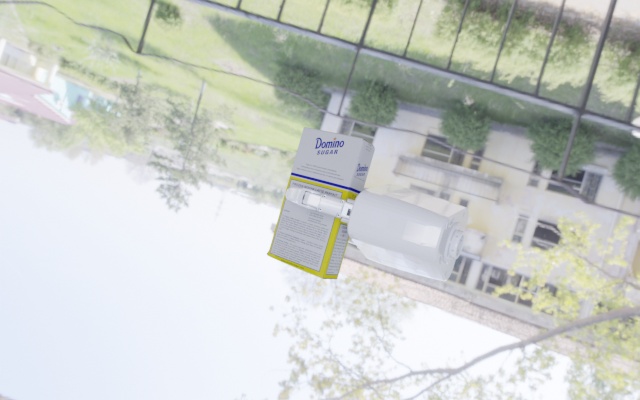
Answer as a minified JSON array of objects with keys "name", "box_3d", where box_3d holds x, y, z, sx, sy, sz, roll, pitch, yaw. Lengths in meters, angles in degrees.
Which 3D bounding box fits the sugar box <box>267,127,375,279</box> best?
[{"name":"sugar box","box_3d":[0.000,0.002,0.608,0.093,0.176,0.048,17,-2,31]}]
